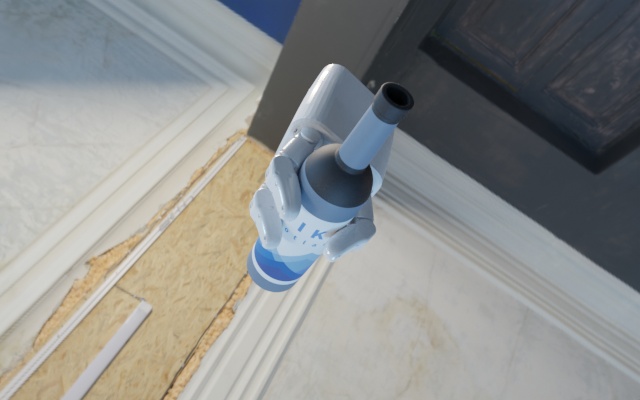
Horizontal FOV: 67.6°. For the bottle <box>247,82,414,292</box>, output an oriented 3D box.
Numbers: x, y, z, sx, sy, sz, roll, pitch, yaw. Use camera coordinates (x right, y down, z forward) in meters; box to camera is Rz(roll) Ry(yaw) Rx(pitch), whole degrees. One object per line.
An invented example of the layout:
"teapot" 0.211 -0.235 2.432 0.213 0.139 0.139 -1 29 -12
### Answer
"bottle" 0.000 0.002 0.456 0.069 0.069 0.296 0 -32 -26
